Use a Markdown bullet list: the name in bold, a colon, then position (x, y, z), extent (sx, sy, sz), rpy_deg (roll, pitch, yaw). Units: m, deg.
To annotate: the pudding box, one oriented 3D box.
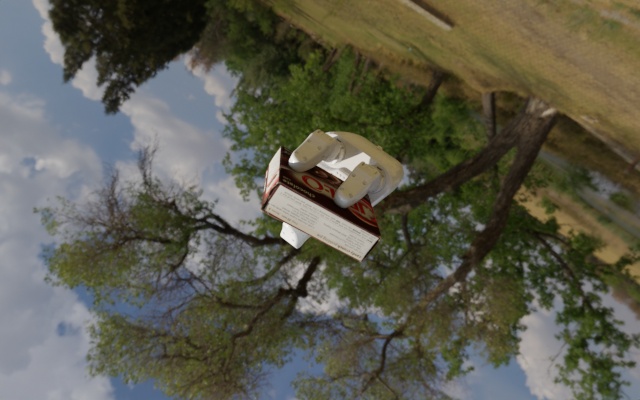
- **pudding box**: position (0.000, 0.002, 0.466), extent (0.113, 0.039, 0.090), rpy_deg (26, 21, -15)
